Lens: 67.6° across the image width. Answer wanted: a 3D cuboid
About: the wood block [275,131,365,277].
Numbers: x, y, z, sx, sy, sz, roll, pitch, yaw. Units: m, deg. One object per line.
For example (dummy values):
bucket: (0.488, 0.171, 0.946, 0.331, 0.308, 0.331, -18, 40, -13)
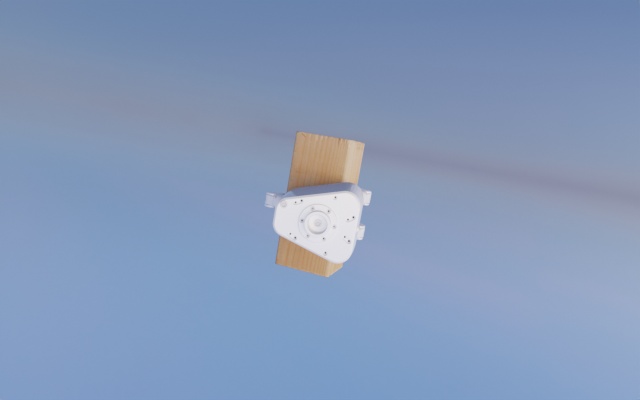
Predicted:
wood block: (0.000, 0.003, 0.751, 0.091, 0.206, 0.090, 12, 7, 16)
